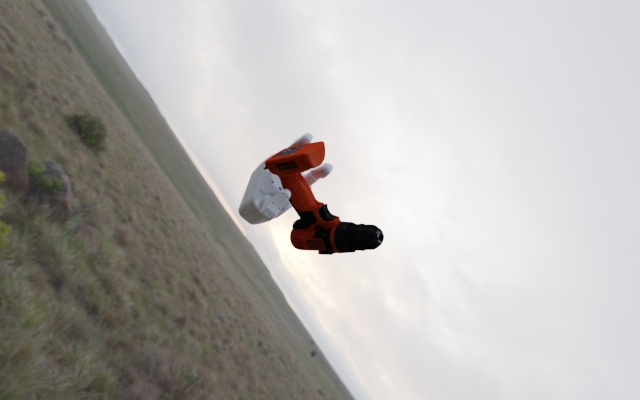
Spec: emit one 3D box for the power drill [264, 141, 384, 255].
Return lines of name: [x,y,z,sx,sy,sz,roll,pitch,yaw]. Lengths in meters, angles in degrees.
power drill: [0.000,0.002,0.767,0.184,0.188,0.057,-5,24,39]
